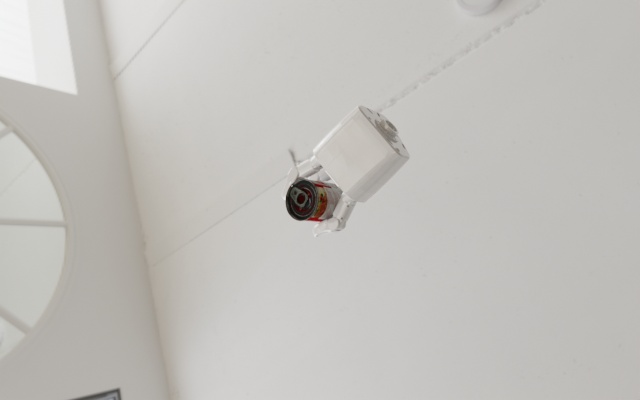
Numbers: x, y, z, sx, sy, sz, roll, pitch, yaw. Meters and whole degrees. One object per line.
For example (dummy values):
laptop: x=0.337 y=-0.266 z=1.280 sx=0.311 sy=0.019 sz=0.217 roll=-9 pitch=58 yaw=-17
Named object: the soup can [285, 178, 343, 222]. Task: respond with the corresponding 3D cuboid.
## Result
soup can: x=0.000 y=0.003 z=0.794 sx=0.068 sy=0.068 sz=0.102 roll=0 pitch=-5 yaw=38
